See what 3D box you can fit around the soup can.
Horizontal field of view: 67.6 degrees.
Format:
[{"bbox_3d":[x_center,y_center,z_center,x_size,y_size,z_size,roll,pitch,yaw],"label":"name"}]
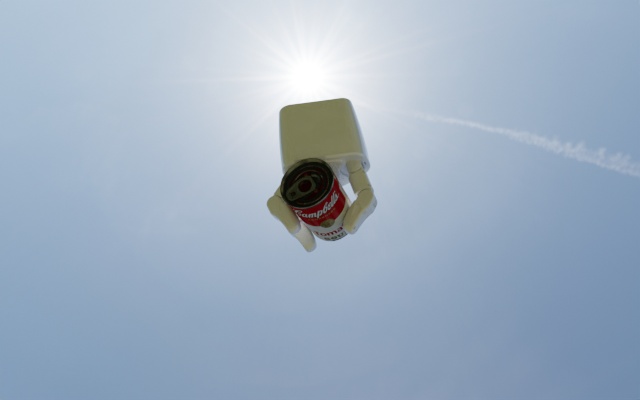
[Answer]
[{"bbox_3d":[0.000,0.002,0.601,0.068,0.068,0.102,0,-27,22],"label":"soup can"}]
